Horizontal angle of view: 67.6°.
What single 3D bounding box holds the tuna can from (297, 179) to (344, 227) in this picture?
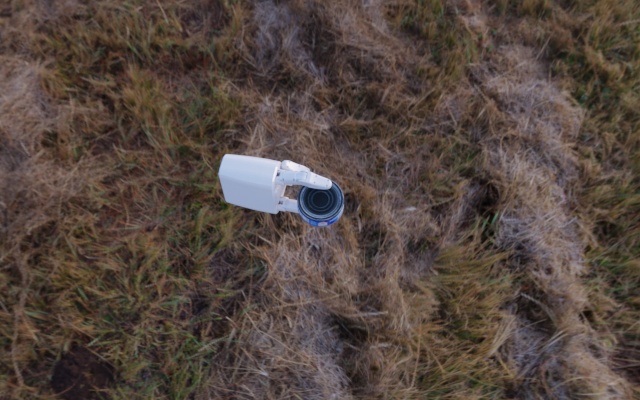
[{"bbox_3d":[0.000,0.003,0.862,0.086,0.086,0.034,0,-21,0],"label":"tuna can"}]
